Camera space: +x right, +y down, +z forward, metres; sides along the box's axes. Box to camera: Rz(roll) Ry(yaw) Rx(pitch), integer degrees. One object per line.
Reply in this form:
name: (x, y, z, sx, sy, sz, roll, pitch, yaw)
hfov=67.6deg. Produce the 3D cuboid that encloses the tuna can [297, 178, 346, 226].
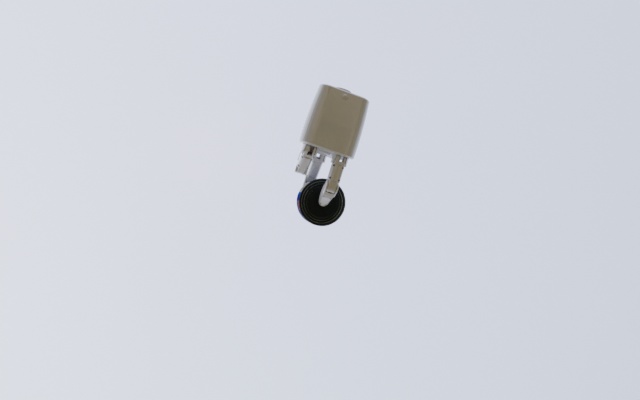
tuna can: (0.000, 0.003, 0.868, 0.086, 0.086, 0.034, 0, 1, -12)
